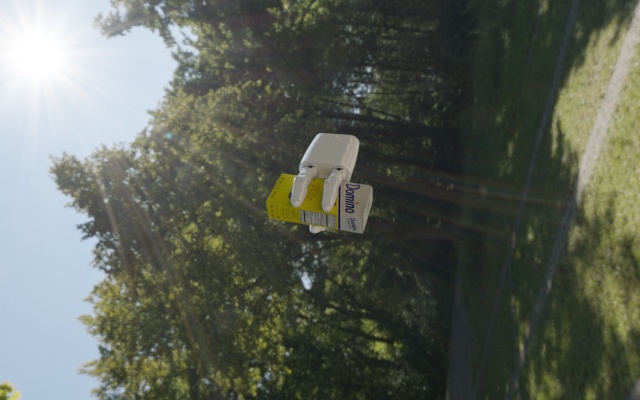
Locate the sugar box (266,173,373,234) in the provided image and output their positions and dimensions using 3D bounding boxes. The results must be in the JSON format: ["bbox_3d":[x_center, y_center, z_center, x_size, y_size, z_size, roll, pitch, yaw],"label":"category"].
[{"bbox_3d":[0.000,0.002,0.862,0.176,0.048,0.093,6,41,14],"label":"sugar box"}]
